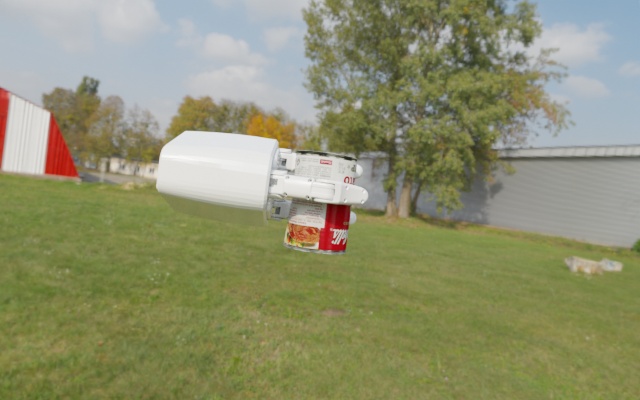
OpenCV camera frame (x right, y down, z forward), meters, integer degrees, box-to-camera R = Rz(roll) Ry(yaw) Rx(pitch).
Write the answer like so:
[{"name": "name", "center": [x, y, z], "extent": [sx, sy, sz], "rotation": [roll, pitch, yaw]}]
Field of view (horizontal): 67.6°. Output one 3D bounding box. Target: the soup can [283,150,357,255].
[{"name": "soup can", "center": [0.001, 0.001, 0.511], "extent": [0.068, 0.102, 0.068], "rotation": [8, 1, 0]}]
